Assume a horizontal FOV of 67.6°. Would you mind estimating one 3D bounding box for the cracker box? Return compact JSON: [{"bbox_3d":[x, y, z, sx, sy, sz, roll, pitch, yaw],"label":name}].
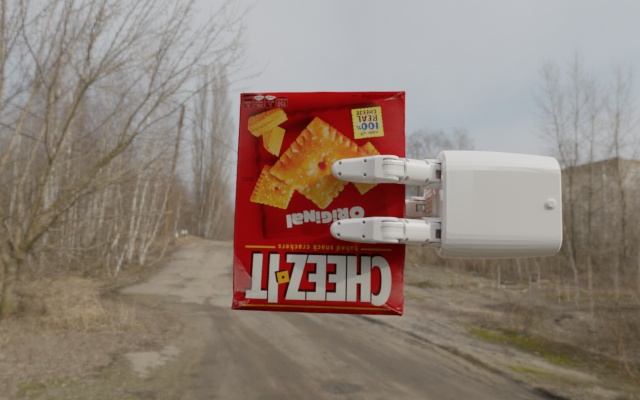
[{"bbox_3d":[0.000,0.001,0.476,0.164,0.213,0.072,1,-6,3],"label":"cracker box"}]
